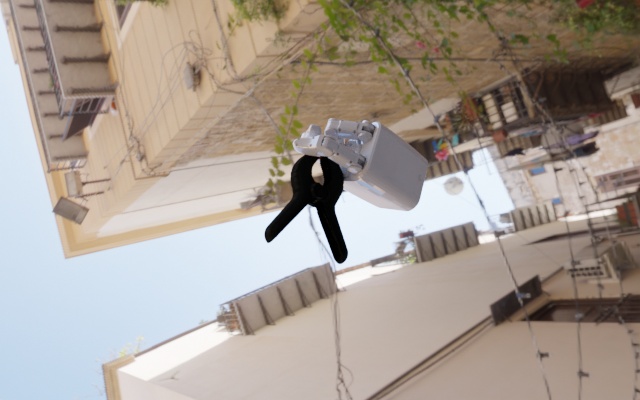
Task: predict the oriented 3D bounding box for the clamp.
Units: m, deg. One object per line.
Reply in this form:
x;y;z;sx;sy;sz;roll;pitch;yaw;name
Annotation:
0.000;0.002;0.654;0.120;0.171;0.039;31;-27;-25;clamp
